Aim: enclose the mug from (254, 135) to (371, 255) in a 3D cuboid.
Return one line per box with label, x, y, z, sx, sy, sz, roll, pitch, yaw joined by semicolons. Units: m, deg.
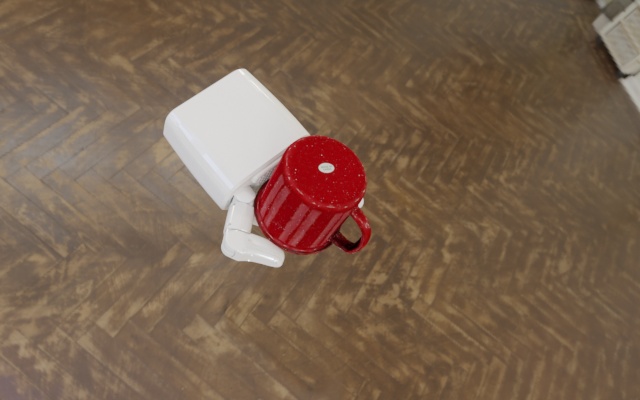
mug;0.001;0.002;0.449;0.093;0.117;0.081;-38;-10;-36
